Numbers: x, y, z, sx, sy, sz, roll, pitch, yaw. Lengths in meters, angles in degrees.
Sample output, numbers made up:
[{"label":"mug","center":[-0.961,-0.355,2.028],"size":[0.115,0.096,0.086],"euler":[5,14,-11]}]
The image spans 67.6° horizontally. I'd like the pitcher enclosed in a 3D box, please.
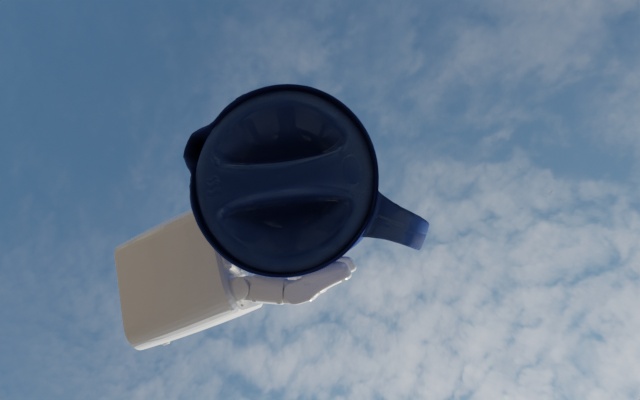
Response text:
[{"label":"pitcher","center":[0.000,0.001,0.433],"size":[0.145,0.149,0.243],"euler":[-26,-9,6]}]
